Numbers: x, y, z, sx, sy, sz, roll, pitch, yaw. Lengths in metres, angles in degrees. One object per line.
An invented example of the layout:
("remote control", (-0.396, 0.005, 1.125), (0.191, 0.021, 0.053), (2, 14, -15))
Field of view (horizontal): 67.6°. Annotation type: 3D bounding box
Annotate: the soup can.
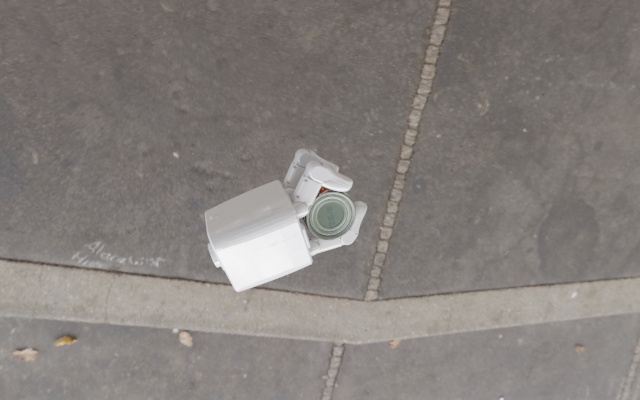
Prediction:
("soup can", (0.001, 0.002, 0.633), (0.068, 0.068, 0.102), (0, 20, -16))
